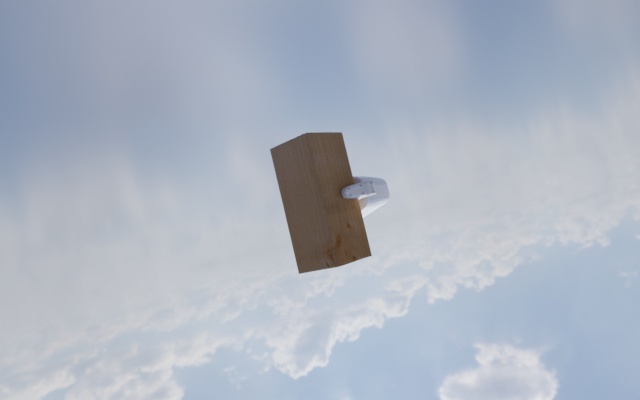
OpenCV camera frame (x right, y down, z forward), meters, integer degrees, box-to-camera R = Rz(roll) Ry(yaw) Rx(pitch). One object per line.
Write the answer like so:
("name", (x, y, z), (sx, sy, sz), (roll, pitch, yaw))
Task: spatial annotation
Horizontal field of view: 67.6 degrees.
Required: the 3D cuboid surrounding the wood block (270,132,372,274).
("wood block", (0.001, 0.003, 0.766), (0.091, 0.206, 0.090), (-17, -5, 42))
